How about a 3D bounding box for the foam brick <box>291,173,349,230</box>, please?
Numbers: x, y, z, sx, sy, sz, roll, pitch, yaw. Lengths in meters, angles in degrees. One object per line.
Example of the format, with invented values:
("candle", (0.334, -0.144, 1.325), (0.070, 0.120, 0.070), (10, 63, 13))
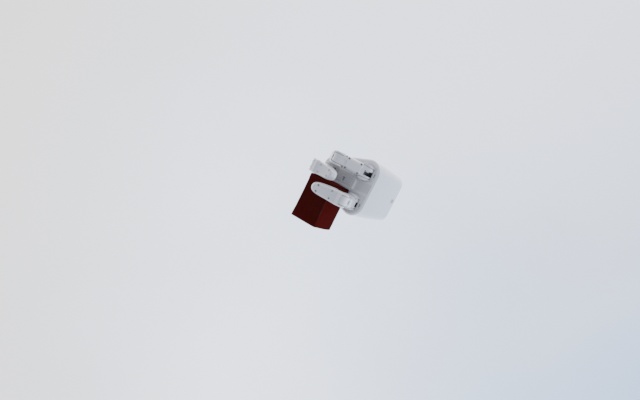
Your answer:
("foam brick", (0.000, 0.003, 0.788), (0.053, 0.078, 0.051), (31, 8, 32))
